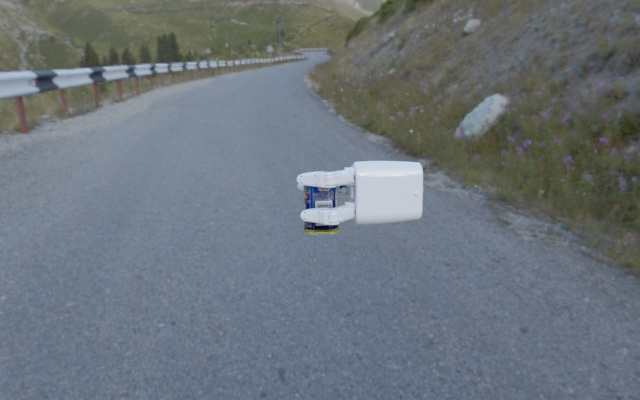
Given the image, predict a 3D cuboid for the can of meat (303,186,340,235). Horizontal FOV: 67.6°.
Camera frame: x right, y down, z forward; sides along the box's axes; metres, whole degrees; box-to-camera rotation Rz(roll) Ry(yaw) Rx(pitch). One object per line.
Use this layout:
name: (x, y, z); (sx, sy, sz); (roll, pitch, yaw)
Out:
can of meat: (0.000, 0.002, 0.777); (0.057, 0.084, 0.102); (-1, 11, -1)
